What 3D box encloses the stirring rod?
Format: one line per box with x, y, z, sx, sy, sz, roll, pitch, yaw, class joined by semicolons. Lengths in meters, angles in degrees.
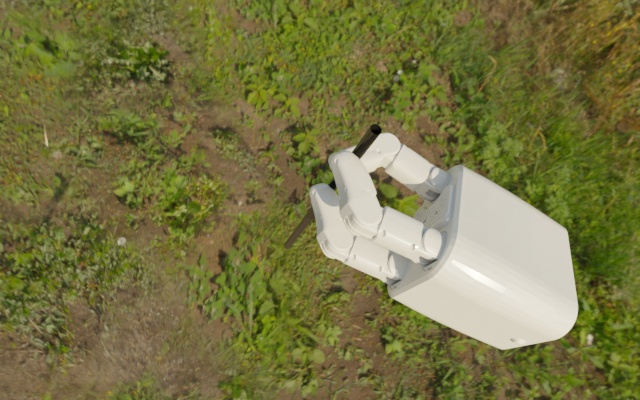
0.000;0.001;0.412;0.011;0.011;0.240;0;-23;-19;stirring rod
